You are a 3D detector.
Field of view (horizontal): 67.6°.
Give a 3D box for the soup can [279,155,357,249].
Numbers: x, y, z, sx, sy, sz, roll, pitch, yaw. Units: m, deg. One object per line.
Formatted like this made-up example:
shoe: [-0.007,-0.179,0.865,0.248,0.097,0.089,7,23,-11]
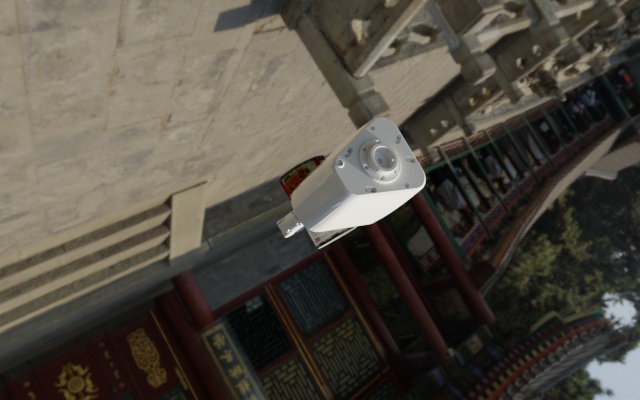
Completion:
soup can: [0.000,0.002,0.615,0.068,0.102,0.068,-30,-6,-4]
